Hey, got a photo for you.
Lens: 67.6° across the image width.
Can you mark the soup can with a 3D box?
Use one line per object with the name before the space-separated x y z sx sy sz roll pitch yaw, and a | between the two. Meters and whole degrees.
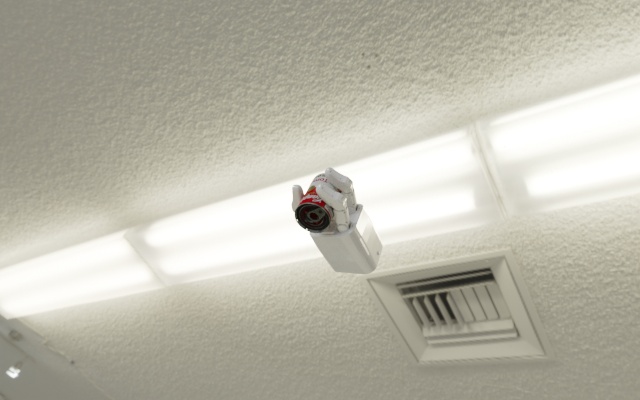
soup can | 0.000 0.002 0.890 0.068 0.068 0.102 0 36 22
